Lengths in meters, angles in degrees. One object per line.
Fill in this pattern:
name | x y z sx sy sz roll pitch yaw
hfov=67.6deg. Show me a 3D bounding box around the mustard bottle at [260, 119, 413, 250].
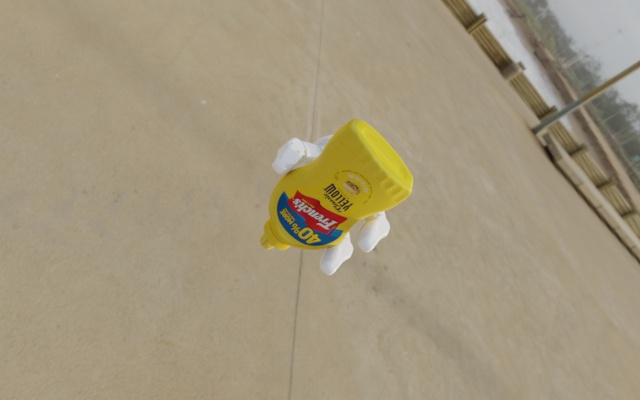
mustard bottle | 0.000 0.002 0.528 0.192 0.096 0.058 -36 17 30
